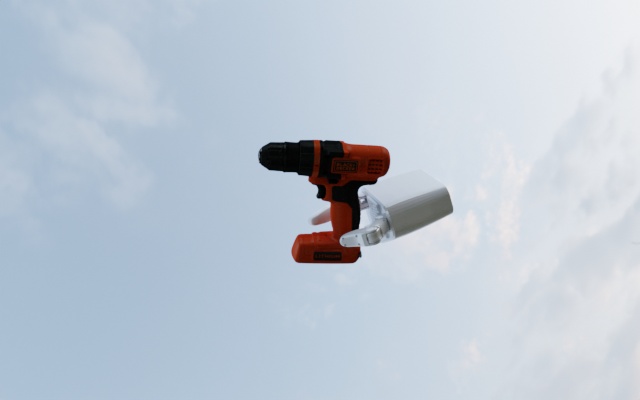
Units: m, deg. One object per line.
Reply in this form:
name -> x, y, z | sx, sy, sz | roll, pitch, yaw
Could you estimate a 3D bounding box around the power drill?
power drill -> 0.000, 0.003, 0.694 | 0.184, 0.188, 0.057 | 3, 29, -6
